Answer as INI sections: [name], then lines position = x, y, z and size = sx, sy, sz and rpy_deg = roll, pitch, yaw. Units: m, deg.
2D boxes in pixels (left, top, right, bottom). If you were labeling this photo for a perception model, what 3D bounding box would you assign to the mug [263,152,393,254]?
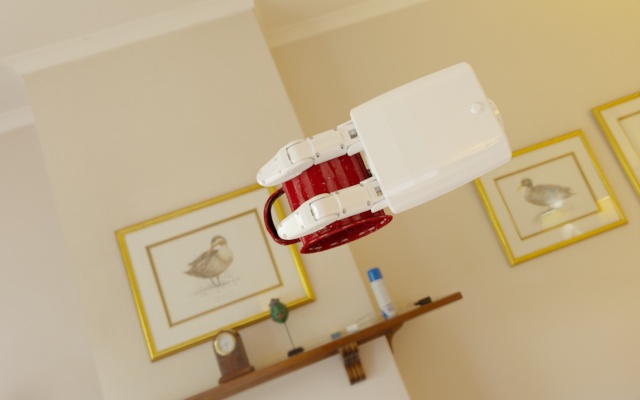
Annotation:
[mug]
position = -0.001, 0.002, 0.458
size = 0.117, 0.081, 0.093
rpy_deg = -23, -14, 10
